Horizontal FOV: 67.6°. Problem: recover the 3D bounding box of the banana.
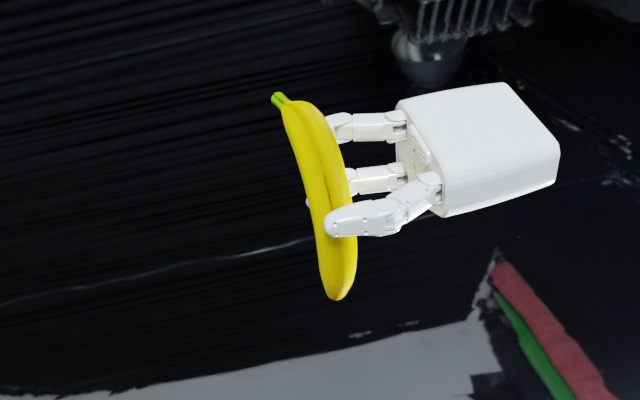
[{"bbox_3d":[0.004,0.000,0.408,0.037,0.198,0.069,-16,10,-12],"label":"banana"}]
